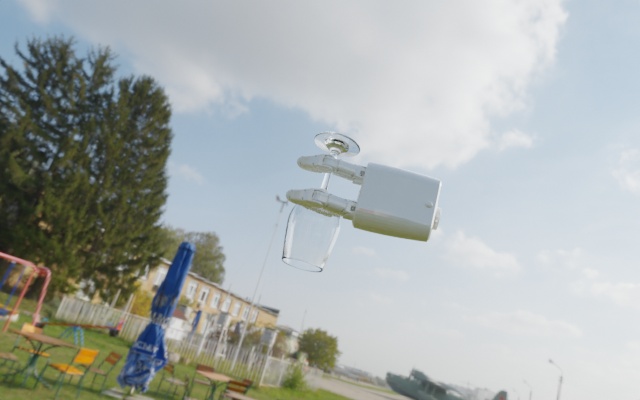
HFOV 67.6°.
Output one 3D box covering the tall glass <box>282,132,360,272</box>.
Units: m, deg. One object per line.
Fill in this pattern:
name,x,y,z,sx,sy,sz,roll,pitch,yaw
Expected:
tall glass,0.000,0.002,0.713,0.079,0.201,0.079,15,-19,5
